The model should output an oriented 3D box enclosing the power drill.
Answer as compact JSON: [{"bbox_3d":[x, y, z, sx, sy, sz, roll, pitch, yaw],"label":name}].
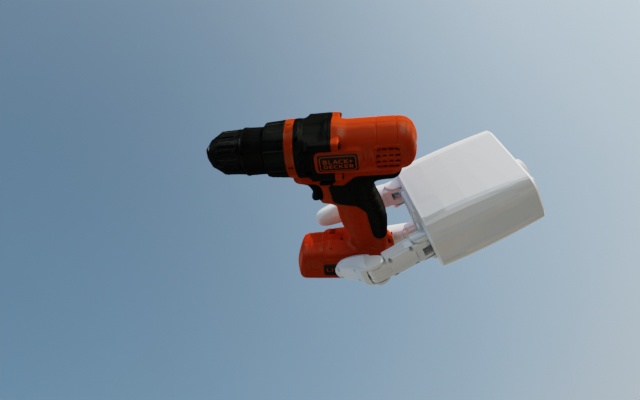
[{"bbox_3d":[0.000,0.002,0.464,0.184,0.057,0.188,-2,-43,10],"label":"power drill"}]
